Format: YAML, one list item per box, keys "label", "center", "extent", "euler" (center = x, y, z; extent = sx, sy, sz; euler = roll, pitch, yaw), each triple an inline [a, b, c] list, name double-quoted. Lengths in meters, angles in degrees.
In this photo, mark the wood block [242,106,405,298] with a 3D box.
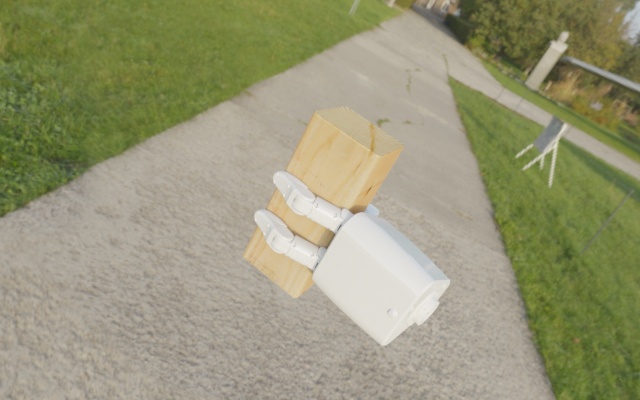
- label: "wood block"
  center: [0.001, 0.002, 0.571]
  extent: [0.090, 0.206, 0.091]
  euler: [36, 26, 14]
